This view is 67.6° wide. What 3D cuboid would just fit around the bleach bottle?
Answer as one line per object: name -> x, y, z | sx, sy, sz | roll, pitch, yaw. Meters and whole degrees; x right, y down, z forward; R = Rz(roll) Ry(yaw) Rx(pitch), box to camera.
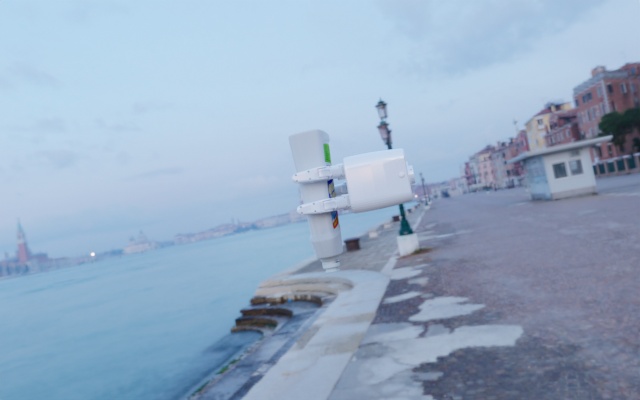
bleach bottle -> 0.000, 0.003, 0.861 | 0.068, 0.251, 0.102 | -11, -2, 11
